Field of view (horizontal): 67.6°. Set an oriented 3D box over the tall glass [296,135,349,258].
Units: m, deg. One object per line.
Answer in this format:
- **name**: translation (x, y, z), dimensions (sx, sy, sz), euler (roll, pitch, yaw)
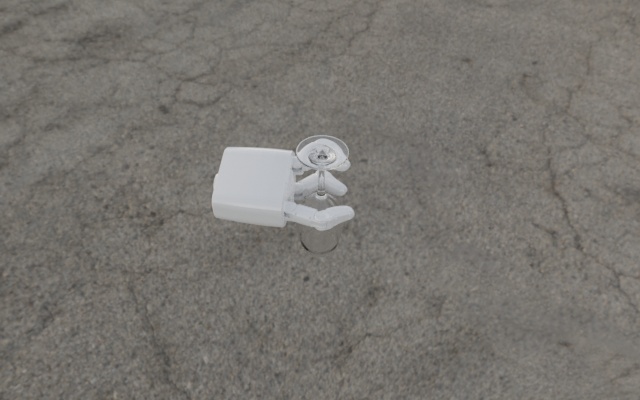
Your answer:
- **tall glass**: translation (0.000, 0.002, 0.730), dimensions (0.079, 0.079, 0.201), euler (1, -45, -1)
